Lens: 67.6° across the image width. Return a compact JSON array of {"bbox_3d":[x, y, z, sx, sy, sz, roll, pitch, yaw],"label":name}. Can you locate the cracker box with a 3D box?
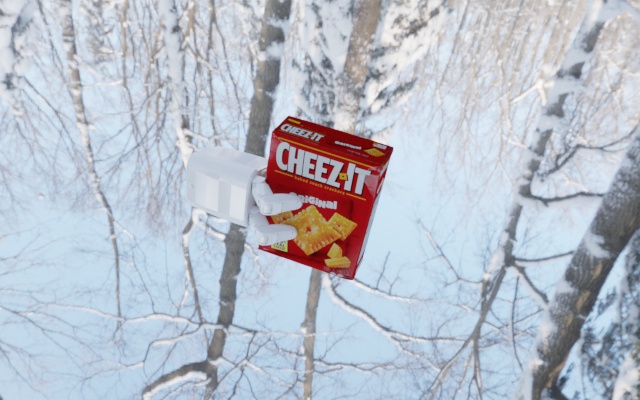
[{"bbox_3d":[0.000,0.002,0.714,0.164,0.214,0.072,18,35,10],"label":"cracker box"}]
